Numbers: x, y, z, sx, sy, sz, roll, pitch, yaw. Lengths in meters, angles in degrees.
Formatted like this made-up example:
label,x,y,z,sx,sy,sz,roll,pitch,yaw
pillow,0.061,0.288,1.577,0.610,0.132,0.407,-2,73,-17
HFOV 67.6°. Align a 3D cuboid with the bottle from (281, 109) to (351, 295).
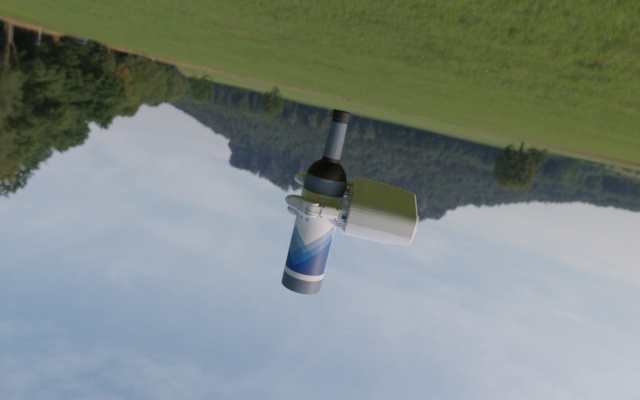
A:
label,x,y,z,sx,sy,sz,roll,pitch,yaw
bottle,0.000,0.003,0.764,0.069,0.296,0.069,13,13,-3
